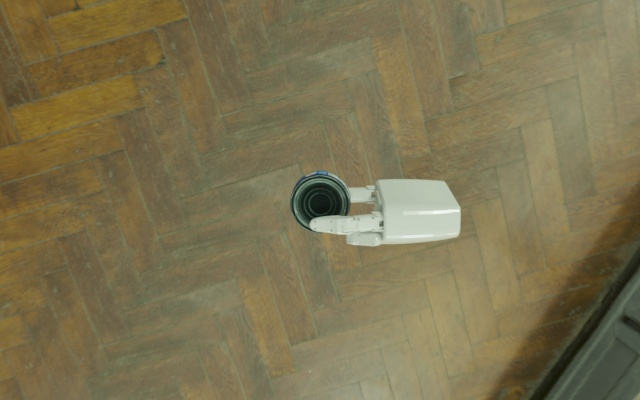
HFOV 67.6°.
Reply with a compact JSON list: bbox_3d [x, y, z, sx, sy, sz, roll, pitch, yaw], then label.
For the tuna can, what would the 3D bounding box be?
[{"bbox_3d":[0.000,0.002,0.674,0.086,0.086,0.033,0,12,3],"label":"tuna can"}]
